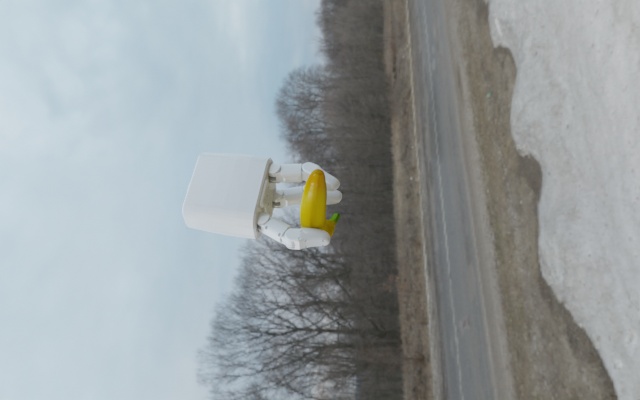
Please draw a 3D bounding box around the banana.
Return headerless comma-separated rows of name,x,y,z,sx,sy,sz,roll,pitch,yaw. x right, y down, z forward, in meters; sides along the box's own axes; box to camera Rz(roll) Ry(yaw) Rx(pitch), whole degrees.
banana,-0.004,0.021,0.674,0.037,0.069,0.198,13,-16,11
